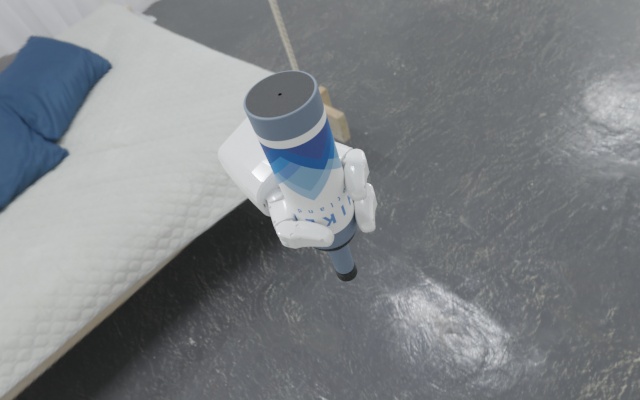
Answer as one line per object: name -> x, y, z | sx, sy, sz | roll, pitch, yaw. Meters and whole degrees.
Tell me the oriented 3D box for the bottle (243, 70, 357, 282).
bottle -> 0.000, 0.002, 0.516 | 0.069, 0.069, 0.296 | 0, -39, 18
